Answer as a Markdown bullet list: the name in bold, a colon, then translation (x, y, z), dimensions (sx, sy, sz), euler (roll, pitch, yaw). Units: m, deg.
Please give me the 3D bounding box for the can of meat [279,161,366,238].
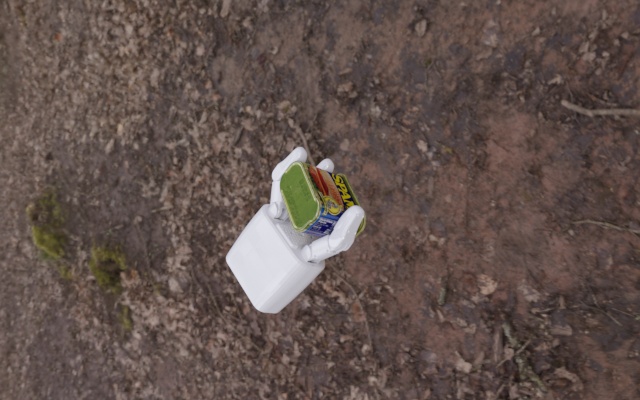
- **can of meat**: translation (0.000, 0.002, 0.624), dimensions (0.084, 0.102, 0.057), euler (17, -52, -41)
